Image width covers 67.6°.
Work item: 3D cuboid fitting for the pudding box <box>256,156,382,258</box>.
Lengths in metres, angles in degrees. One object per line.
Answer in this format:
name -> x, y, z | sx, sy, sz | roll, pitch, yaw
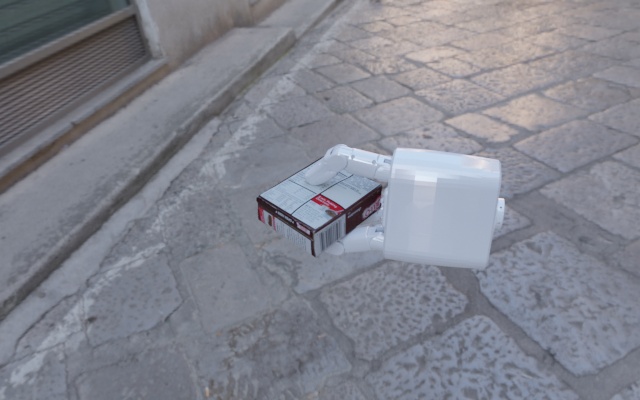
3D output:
pudding box -> 0.000, 0.002, 0.529 | 0.090, 0.039, 0.113 | 29, 45, 33
